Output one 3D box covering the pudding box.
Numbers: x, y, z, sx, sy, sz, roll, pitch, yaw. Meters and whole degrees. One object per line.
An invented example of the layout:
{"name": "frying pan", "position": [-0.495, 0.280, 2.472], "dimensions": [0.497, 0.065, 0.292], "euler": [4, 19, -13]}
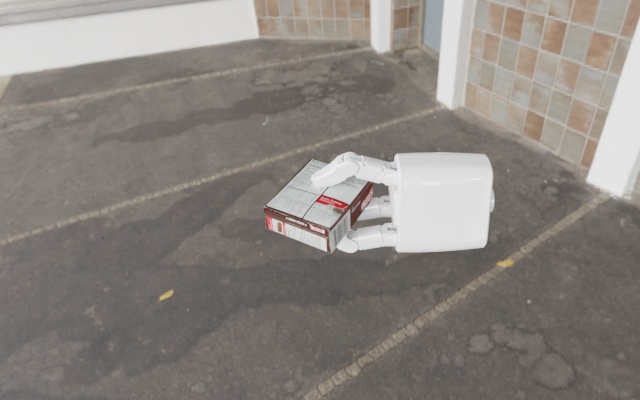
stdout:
{"name": "pudding box", "position": [0.000, 0.002, 0.569], "dimensions": [0.090, 0.039, 0.113], "euler": [18, 42, 24]}
